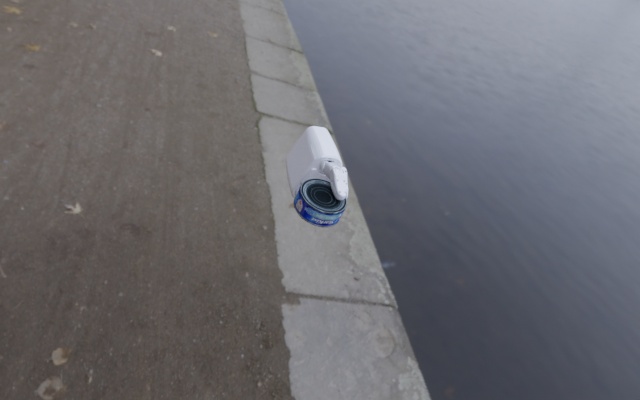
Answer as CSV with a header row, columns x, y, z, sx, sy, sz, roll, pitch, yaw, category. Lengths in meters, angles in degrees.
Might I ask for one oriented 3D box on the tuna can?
x,y,z,sx,sy,sz,roll,pitch,yaw,category
0.000,0.002,0.803,0.086,0.034,0.086,16,40,-13,tuna can
